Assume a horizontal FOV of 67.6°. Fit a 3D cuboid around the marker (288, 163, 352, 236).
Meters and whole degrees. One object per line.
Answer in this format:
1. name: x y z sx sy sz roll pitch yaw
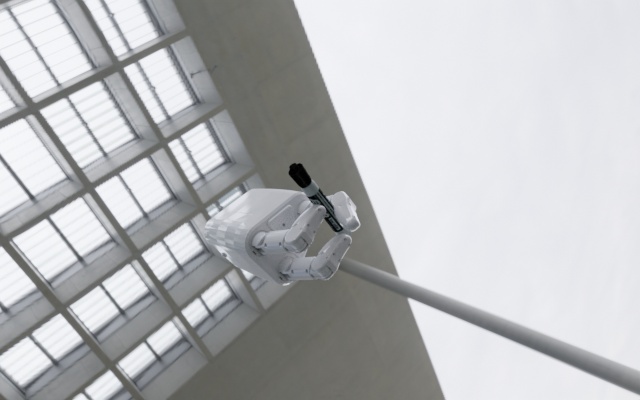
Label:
1. marker: 0.000 0.002 0.552 0.020 0.020 0.121 0 -41 42
